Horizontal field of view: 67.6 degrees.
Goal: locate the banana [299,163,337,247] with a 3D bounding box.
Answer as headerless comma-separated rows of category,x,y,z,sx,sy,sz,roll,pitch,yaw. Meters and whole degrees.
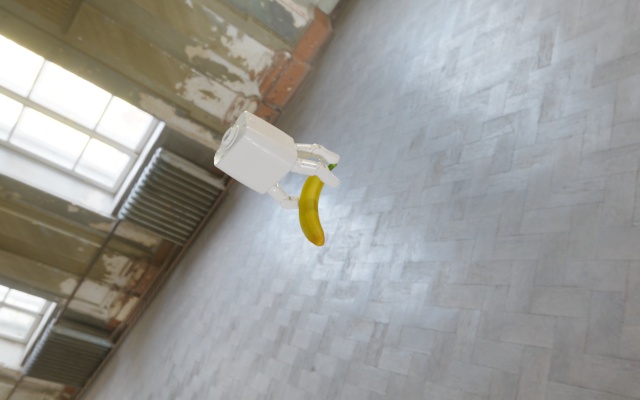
banana,-0.012,0.007,0.886,0.037,0.197,0.070,33,-44,-29
